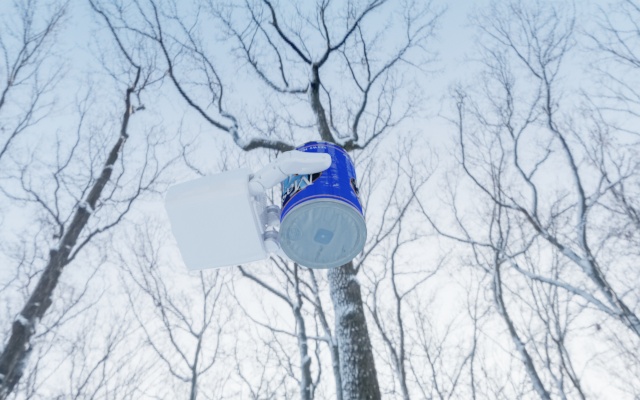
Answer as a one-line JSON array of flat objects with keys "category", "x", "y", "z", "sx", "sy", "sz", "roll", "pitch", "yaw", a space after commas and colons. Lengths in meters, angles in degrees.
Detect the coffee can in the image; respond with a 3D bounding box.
[{"category": "coffee can", "x": 0.000, "y": 0.002, "z": 0.606, "sx": 0.103, "sy": 0.103, "sz": 0.140, "roll": 0, "pitch": 36, "yaw": -3}]
